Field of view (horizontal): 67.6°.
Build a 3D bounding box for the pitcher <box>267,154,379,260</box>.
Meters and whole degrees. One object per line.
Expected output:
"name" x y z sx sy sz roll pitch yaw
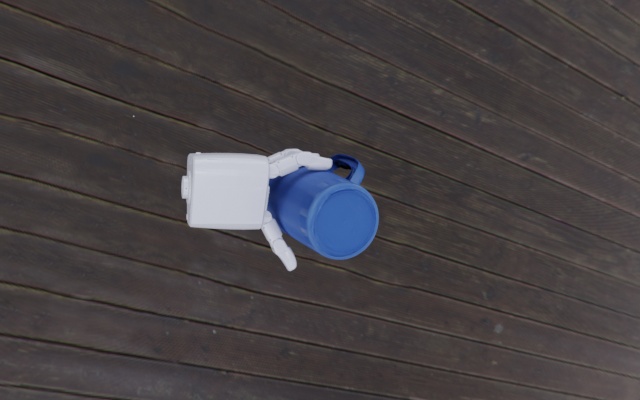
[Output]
"pitcher" 0.000 0.003 0.750 0.145 0.149 0.243 2 9 -21
